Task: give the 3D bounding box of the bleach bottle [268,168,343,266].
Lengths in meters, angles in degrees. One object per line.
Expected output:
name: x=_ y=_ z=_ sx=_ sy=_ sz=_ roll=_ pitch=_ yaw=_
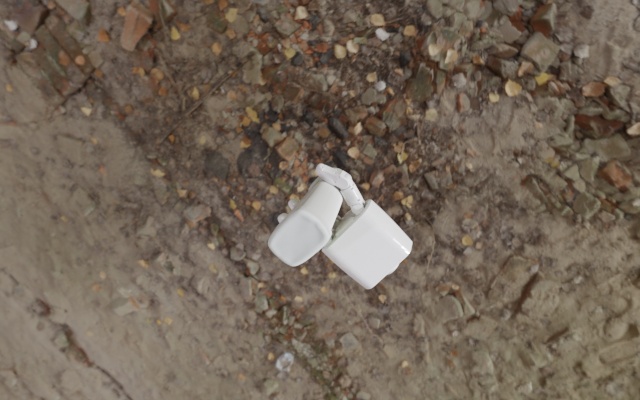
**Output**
bleach bottle: x=0.000 y=0.003 z=0.789 sx=0.103 sy=0.068 sz=0.250 roll=-44 pitch=7 yaw=31
